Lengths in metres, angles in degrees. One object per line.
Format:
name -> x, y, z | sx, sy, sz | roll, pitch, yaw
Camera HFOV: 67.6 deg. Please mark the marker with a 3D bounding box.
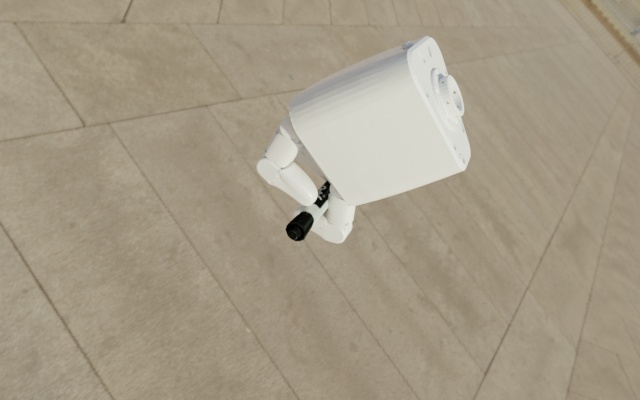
marker -> 0.000, 0.001, 0.444 | 0.020, 0.020, 0.121 | 0, 27, 26
